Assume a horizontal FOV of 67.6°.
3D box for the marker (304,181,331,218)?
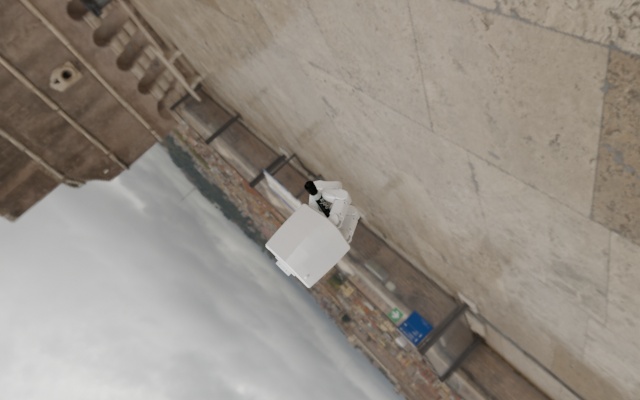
[{"bbox_3d":[0.000,0.003,0.868,0.020,0.020,0.121,0,-32,25],"label":"marker"}]
